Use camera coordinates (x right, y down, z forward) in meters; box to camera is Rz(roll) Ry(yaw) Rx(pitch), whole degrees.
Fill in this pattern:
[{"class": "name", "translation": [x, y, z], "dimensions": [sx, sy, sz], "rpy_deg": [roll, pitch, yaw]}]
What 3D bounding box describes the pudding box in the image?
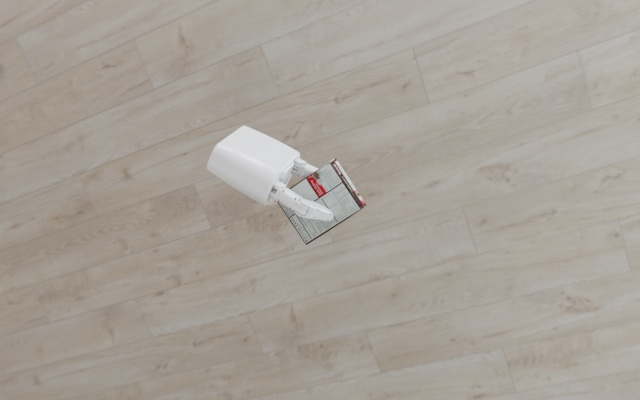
[{"class": "pudding box", "translation": [0.000, 0.002, 0.740], "dimensions": [0.113, 0.090, 0.039], "rpy_deg": [-33, 2, 20]}]
